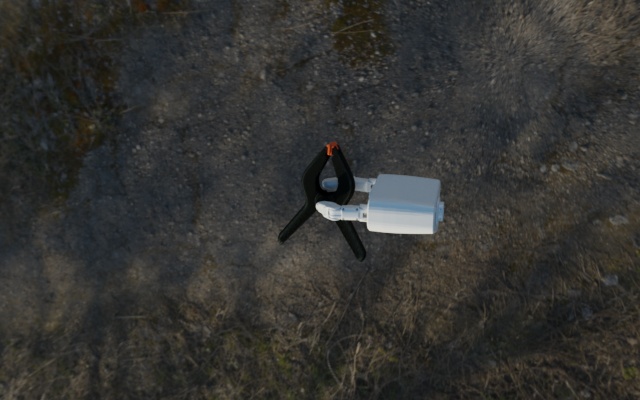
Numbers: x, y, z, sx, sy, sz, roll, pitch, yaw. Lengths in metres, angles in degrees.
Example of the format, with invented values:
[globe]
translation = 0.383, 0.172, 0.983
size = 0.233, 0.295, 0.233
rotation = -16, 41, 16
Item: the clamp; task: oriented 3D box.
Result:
[clamp]
translation = 0.000, 0.002, 0.837
size = 0.164, 0.210, 0.036
rotation = 3, 17, 15
